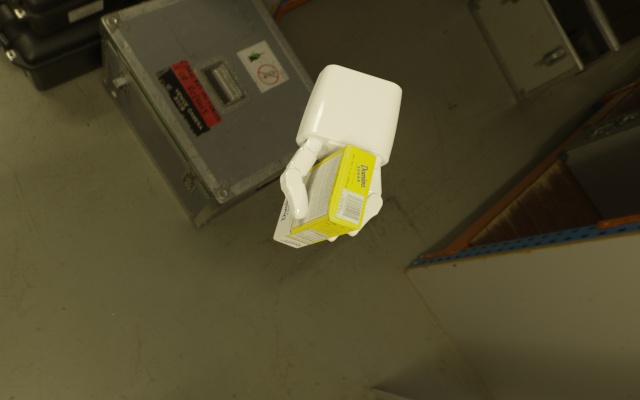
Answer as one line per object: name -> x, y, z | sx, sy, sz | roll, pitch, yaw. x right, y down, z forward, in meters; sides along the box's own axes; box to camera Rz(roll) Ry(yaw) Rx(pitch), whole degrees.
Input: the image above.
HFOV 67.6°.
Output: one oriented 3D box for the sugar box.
sugar box -> 0.001, 0.002, 0.599 | 0.048, 0.093, 0.176 | 22, -19, -18
